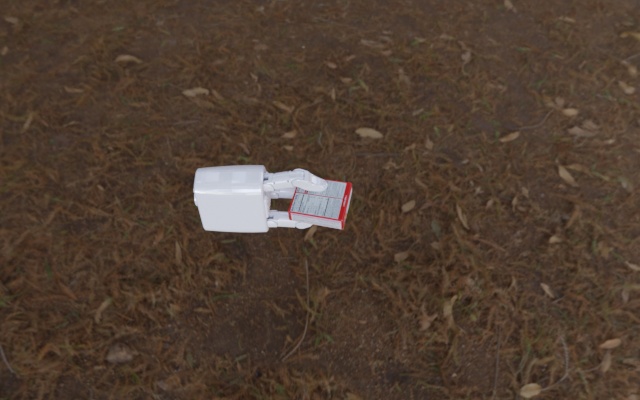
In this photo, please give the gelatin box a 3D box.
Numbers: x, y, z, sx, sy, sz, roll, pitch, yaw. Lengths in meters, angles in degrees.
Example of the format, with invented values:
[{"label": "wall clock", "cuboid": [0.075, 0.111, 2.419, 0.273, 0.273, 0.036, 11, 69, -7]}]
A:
[{"label": "gelatin box", "cuboid": [0.000, 0.002, 0.756, 0.089, 0.073, 0.030, 8, -33, 10]}]
